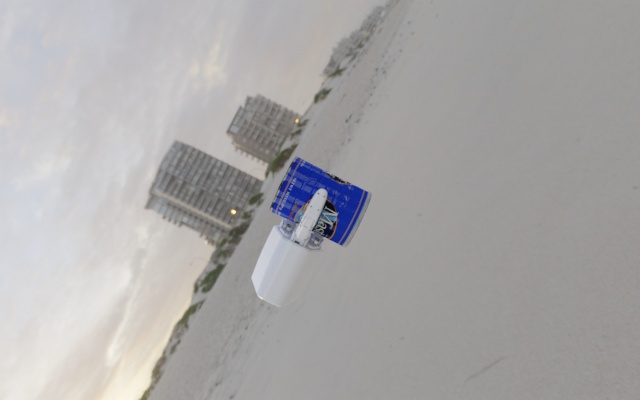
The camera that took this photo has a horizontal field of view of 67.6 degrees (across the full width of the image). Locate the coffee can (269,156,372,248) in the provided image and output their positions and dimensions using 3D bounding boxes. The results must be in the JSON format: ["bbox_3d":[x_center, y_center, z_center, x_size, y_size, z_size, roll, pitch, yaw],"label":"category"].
[{"bbox_3d":[0.000,0.003,0.796,0.140,0.103,0.103,26,-1,-1],"label":"coffee can"}]
